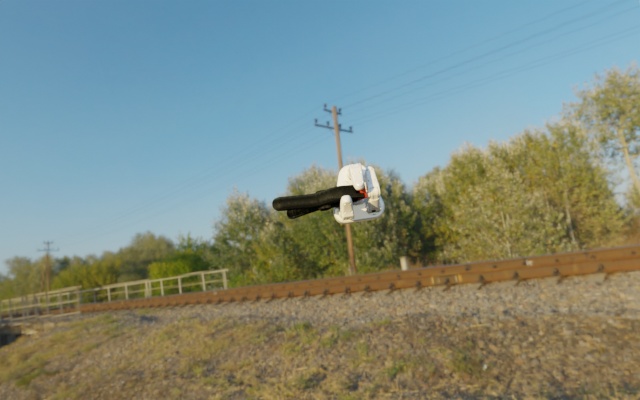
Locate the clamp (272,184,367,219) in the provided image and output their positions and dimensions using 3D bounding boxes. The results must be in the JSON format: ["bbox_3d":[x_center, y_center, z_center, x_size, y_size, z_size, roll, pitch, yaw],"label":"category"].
[{"bbox_3d":[0.000,0.002,0.893,0.171,0.039,0.120,-8,-6,0],"label":"clamp"}]
